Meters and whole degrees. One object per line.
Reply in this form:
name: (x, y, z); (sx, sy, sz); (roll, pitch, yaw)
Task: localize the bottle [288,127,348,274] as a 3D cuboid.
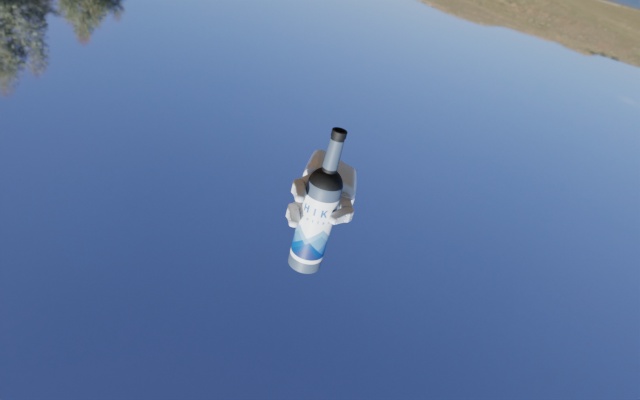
bottle: (0.000, 0.003, 0.894); (0.069, 0.296, 0.069); (11, 29, -7)
